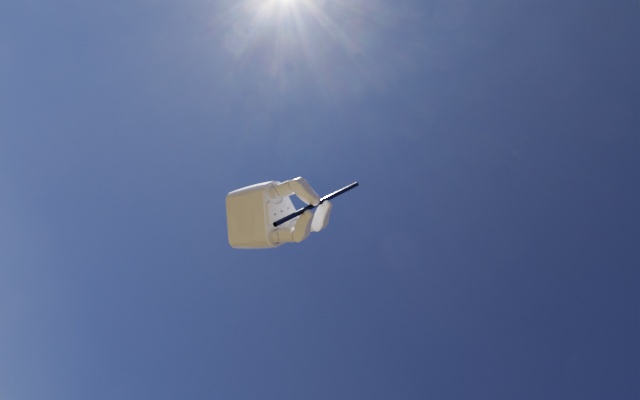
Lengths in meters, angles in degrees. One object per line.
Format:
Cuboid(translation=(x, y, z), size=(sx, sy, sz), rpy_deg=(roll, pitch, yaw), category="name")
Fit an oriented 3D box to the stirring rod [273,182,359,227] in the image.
Cuboid(translation=(0.000, 0.003, 0.807), size=(0.011, 0.011, 0.239), rpy_deg=(0, 16, 36), category="stirring rod")
